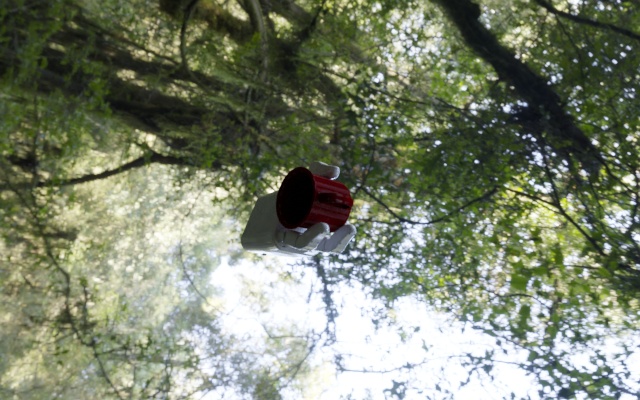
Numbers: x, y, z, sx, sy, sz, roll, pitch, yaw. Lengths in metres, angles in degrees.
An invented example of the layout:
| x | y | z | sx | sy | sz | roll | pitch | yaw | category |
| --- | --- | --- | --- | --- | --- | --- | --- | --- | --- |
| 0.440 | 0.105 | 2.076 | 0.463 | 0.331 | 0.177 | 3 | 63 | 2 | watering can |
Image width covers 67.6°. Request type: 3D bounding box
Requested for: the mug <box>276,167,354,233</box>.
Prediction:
| x | y | z | sx | sy | sz | roll | pitch | yaw | category |
| --- | --- | --- | --- | --- | --- | --- | --- | --- | --- |
| 0.001 | 0.002 | 0.710 | 0.081 | 0.093 | 0.117 | 14 | -15 | -39 | mug |
